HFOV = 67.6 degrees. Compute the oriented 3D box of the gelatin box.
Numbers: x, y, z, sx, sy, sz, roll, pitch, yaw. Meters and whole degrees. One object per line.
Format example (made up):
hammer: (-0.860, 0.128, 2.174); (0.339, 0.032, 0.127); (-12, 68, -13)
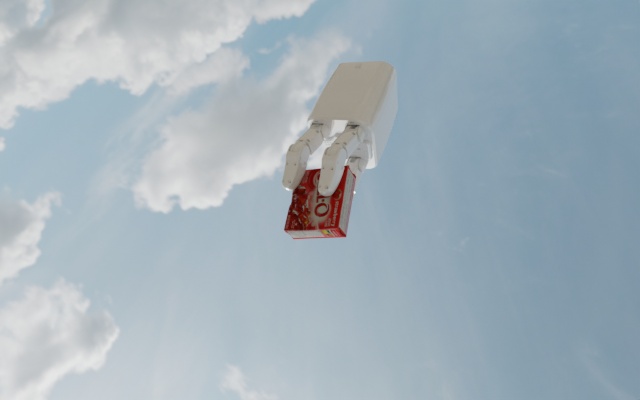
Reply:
gelatin box: (0.000, 0.002, 0.587); (0.073, 0.089, 0.030); (-4, -31, 26)
